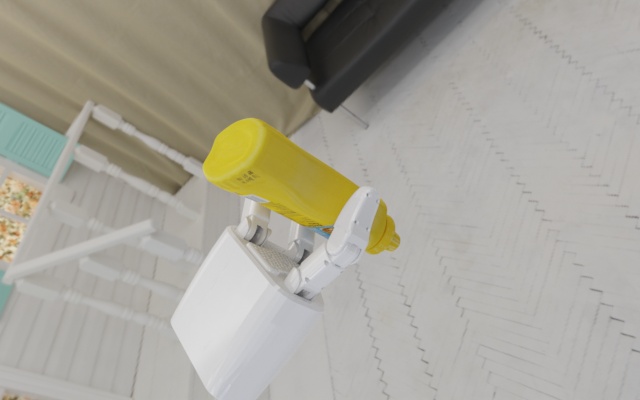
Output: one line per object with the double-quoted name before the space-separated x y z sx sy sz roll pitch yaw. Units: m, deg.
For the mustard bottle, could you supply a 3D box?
"mustard bottle" 0.000 0.001 0.413 0.192 0.058 0.096 30 -16 -31
